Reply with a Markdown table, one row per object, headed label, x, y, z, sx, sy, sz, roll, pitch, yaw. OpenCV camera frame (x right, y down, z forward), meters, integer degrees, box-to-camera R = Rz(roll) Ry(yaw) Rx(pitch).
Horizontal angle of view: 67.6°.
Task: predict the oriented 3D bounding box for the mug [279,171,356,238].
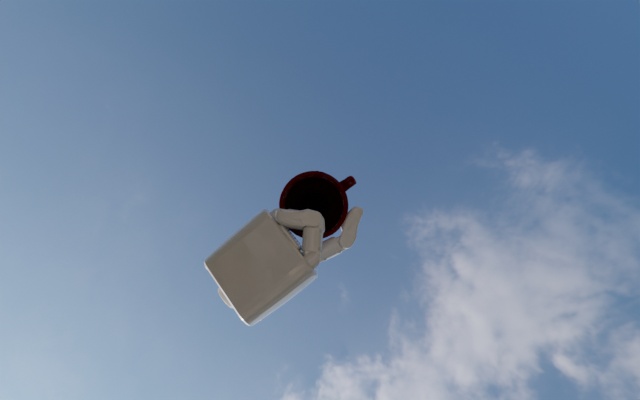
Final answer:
| label | x | y | z | sx | sy | sz | roll | pitch | yaw |
| --- | --- | --- | --- | --- | --- | --- | --- | --- | --- |
| mug | 0.001 | 0.001 | 0.680 | 0.117 | 0.093 | 0.081 | -37 | -3 | -3 |
